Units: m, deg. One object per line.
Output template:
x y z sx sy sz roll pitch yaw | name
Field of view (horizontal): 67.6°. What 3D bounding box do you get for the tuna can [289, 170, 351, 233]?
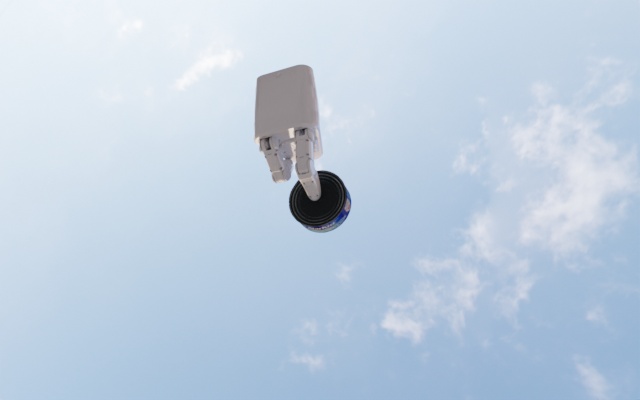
0.000 0.003 0.682 0.086 0.086 0.034 0 -22 19 | tuna can
